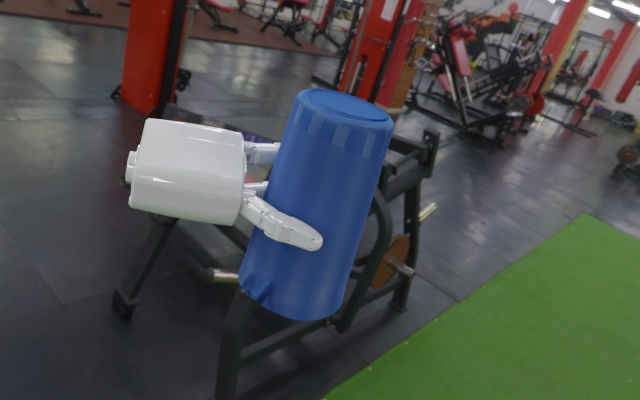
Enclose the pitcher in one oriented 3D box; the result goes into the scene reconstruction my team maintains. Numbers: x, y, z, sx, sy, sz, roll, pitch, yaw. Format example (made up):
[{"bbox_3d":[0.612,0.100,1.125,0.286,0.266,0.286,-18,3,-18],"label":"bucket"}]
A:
[{"bbox_3d":[0.000,0.002,0.553,0.145,0.243,0.149,10,26,-17],"label":"pitcher"}]
